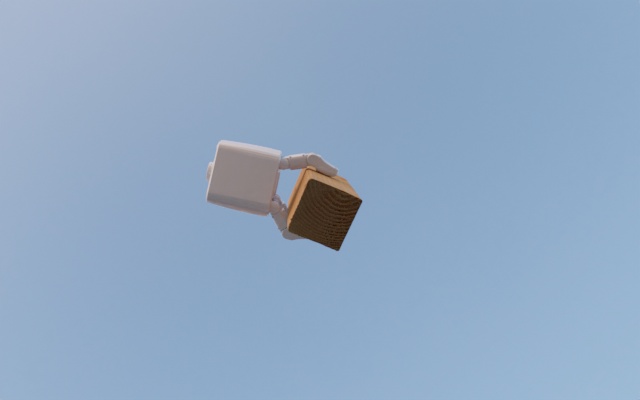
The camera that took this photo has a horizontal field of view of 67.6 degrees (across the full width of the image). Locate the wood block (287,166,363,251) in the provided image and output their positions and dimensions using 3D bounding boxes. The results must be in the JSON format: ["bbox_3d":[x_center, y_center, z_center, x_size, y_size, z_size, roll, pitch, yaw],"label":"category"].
[{"bbox_3d":[0.000,0.002,0.816,0.090,0.091,0.206,23,9,-8],"label":"wood block"}]
